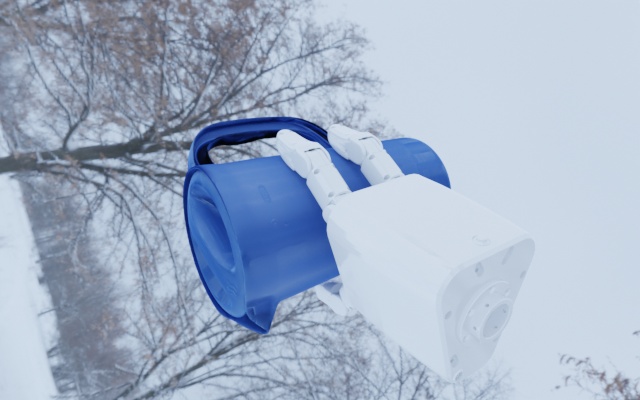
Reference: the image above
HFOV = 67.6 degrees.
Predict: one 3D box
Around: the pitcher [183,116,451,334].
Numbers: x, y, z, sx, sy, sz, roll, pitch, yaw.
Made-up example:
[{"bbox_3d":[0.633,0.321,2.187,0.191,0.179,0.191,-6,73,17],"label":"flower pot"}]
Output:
[{"bbox_3d":[0.000,0.002,0.454,0.243,0.149,0.145,-16,30,-31],"label":"pitcher"}]
